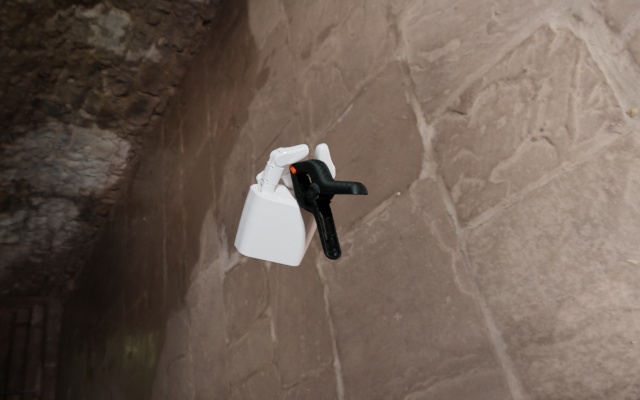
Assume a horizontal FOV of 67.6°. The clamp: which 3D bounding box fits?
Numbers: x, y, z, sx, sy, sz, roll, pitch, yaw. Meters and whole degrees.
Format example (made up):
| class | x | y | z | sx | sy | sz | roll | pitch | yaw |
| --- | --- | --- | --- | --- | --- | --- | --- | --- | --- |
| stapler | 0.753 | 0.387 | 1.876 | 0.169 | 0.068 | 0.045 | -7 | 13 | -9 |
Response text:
| class | x | y | z | sx | sy | sz | roll | pitch | yaw |
| --- | --- | --- | --- | --- | --- | --- | --- | --- | --- |
| clamp | 0.000 | 0.002 | 0.692 | 0.039 | 0.120 | 0.171 | 9 | 20 | -34 |
